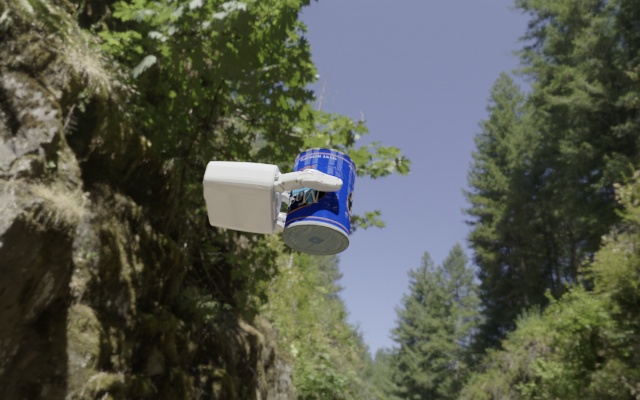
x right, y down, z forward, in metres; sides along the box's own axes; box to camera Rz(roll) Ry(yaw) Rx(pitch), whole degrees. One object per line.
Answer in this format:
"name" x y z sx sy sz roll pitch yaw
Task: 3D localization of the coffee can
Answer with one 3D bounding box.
"coffee can" 0.000 0.003 0.756 0.103 0.140 0.103 6 -31 3
